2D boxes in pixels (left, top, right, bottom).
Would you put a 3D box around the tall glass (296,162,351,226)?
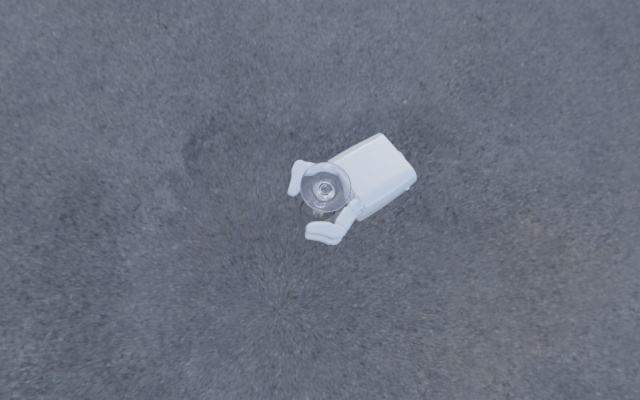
[{"bbox_3d":[0.000,0.002,0.778,0.079,0.079,0.201,0,-13,-5],"label":"tall glass"}]
